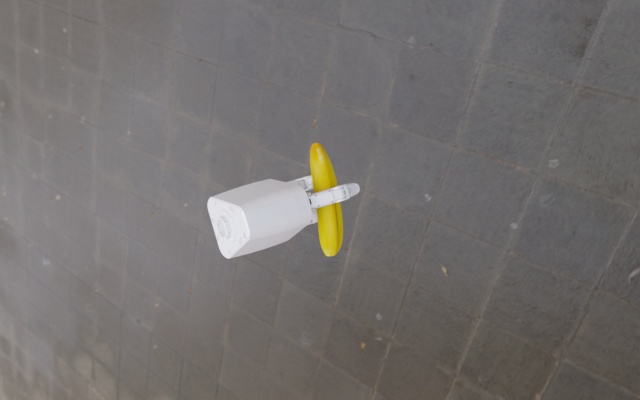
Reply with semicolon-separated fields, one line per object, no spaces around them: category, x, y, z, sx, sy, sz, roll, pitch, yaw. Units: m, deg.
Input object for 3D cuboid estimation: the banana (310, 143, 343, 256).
banana;0.008;0.012;0.742;0.037;0.198;0.069;-14;26;-19
